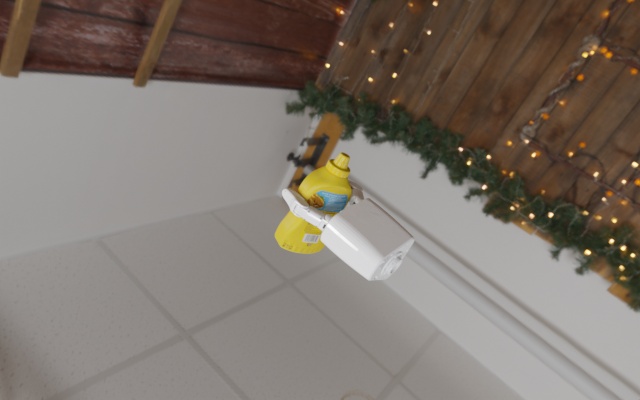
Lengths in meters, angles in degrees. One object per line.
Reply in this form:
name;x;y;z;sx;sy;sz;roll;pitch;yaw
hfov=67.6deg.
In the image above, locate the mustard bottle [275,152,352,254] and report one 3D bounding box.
mustard bottle;0.000;0.003;0.820;0.096;0.192;0.058;10;30;-35
